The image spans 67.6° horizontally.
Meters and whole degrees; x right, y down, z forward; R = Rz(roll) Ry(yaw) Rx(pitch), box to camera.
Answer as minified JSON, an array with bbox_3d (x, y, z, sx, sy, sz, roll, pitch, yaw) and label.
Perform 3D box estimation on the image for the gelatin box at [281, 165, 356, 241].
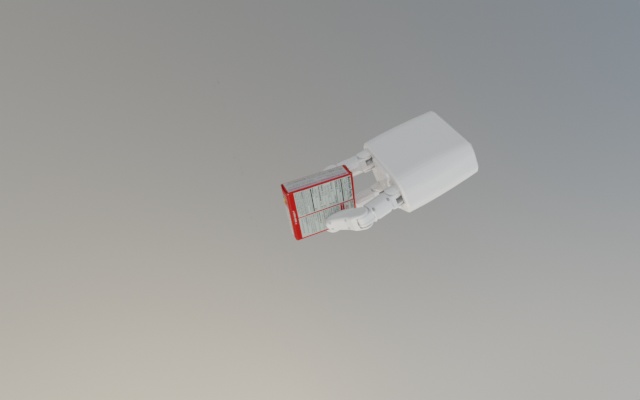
[{"bbox_3d":[0.000,0.002,0.609,0.089,0.073,0.030,-19,35,-14],"label":"gelatin box"}]
